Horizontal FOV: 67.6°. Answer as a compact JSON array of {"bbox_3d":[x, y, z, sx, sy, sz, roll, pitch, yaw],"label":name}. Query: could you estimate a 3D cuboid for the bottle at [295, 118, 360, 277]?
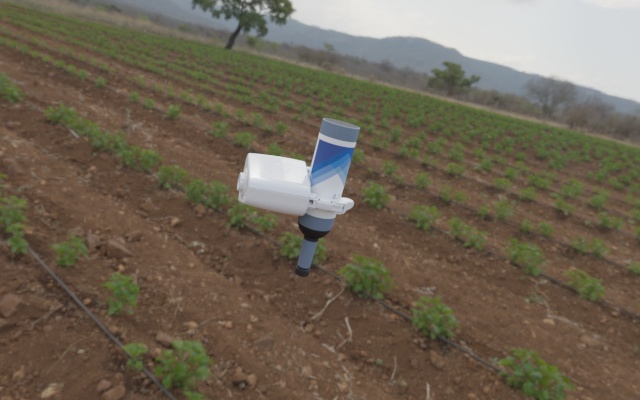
[{"bbox_3d":[0.000,0.003,0.866,0.069,0.296,0.069,14,17,-4],"label":"bottle"}]
